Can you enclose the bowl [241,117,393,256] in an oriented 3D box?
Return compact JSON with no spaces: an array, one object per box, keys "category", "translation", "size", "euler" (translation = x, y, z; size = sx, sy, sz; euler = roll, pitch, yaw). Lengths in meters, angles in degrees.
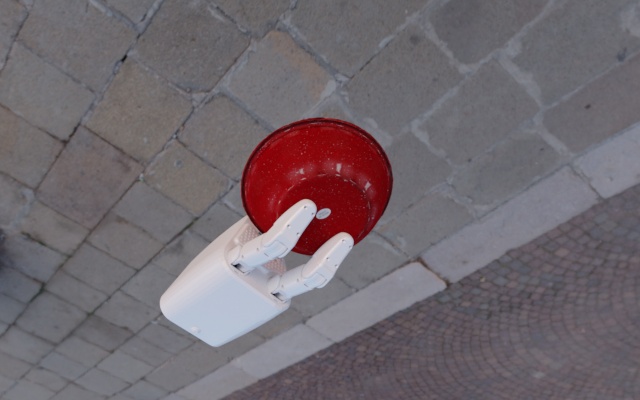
[{"category":"bowl","translation":[0.001,0.001,0.482],"size":[0.162,0.162,0.055],"euler":[0,31,-7]}]
